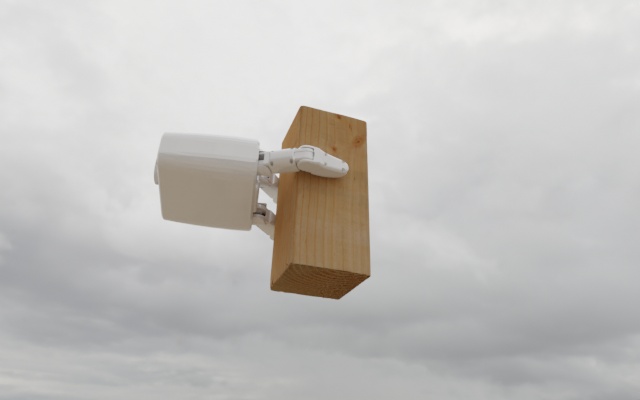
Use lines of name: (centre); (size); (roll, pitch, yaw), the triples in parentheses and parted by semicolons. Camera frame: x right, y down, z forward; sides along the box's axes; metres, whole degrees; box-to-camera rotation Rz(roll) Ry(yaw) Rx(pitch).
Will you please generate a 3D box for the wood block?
wood block: (0.000, 0.002, 0.571); (0.090, 0.206, 0.091); (11, -31, -17)
